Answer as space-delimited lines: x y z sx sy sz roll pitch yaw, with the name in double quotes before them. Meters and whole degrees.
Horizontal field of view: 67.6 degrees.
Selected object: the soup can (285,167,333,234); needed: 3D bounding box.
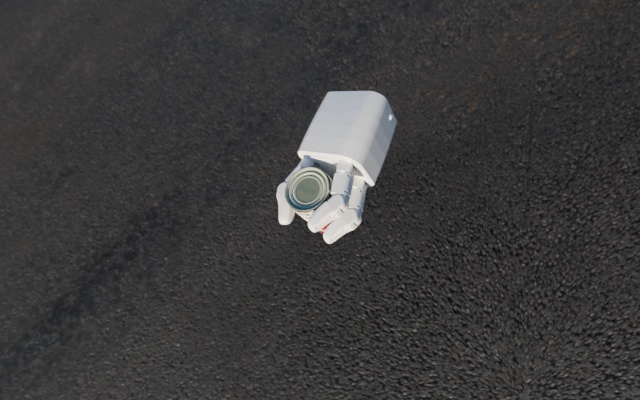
"soup can" 0.000 0.003 0.676 0.068 0.068 0.102 0 -21 23
